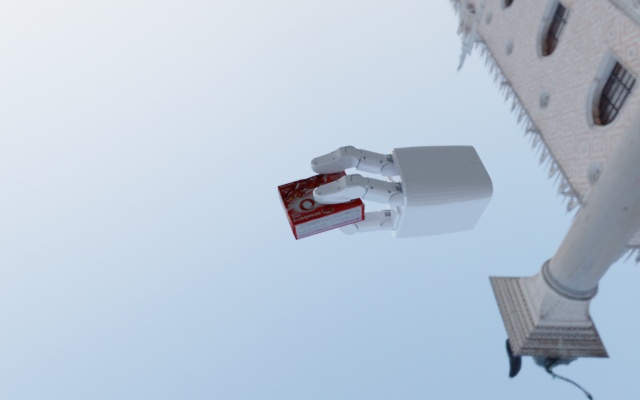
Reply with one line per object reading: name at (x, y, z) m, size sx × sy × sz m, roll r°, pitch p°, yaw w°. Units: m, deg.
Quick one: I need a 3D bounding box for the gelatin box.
gelatin box at (0.000, 0.002, 0.575) m, size 0.089 × 0.030 × 0.073 m, roll -16°, pitch 45°, yaw -9°
